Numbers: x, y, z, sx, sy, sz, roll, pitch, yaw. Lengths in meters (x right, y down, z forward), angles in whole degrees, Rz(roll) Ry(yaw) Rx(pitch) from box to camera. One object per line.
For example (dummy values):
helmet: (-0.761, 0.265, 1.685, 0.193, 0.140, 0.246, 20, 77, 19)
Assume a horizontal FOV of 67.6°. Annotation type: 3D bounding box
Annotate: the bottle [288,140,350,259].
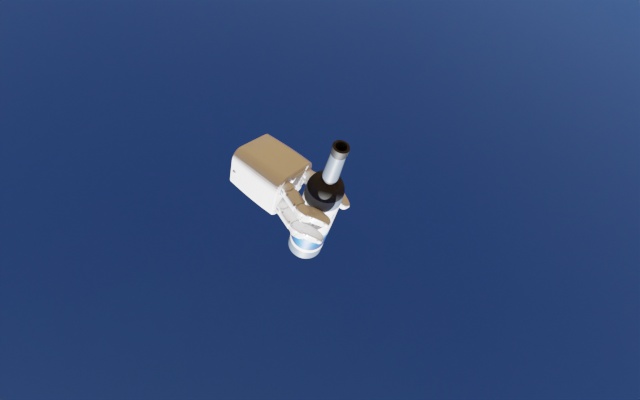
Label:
bottle: (0.000, 0.003, 0.833, 0.069, 0.069, 0.296, 0, -35, -15)
